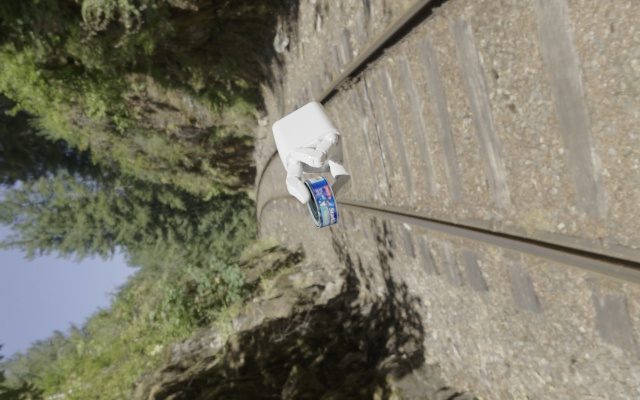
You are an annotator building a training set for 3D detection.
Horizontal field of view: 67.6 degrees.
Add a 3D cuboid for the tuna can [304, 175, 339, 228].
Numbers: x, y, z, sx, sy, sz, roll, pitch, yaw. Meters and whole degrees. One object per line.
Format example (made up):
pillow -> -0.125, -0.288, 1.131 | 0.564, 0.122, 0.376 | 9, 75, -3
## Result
tuna can -> 0.000, 0.003, 0.806 | 0.034, 0.086, 0.086 | -17, 4, -12
